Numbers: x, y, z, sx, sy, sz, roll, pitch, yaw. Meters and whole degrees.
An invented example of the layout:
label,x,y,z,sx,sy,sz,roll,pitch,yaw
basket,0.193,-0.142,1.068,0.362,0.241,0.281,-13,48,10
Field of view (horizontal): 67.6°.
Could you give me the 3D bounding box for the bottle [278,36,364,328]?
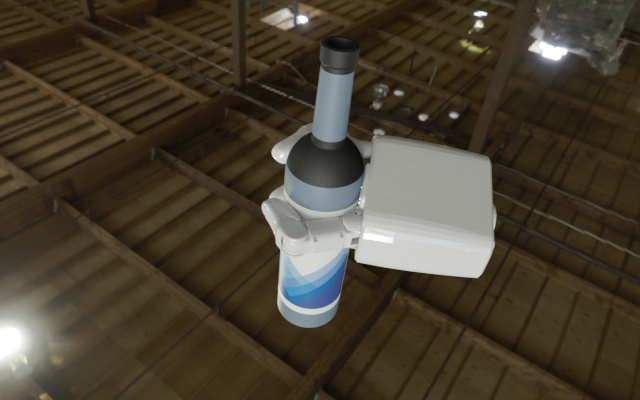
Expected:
label,x,y,z,sx,sy,sz,roll,pitch,yaw
bottle,0.000,0.002,0.427,0.069,0.296,0.069,4,41,-4
